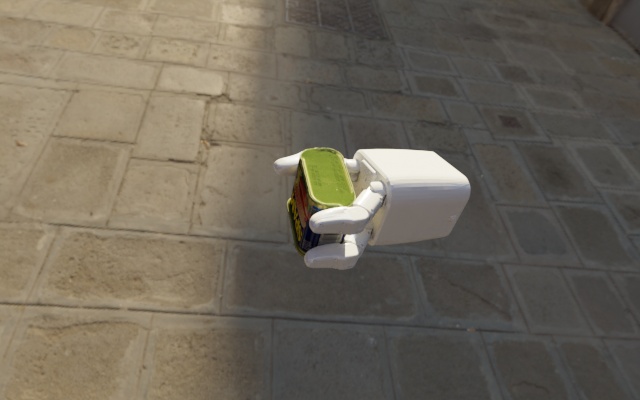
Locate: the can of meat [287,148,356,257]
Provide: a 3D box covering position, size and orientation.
[{"bbox_3d":[0.000,0.001,0.544,0.057,0.084,0.102,0,45,-15],"label":"can of meat"}]
